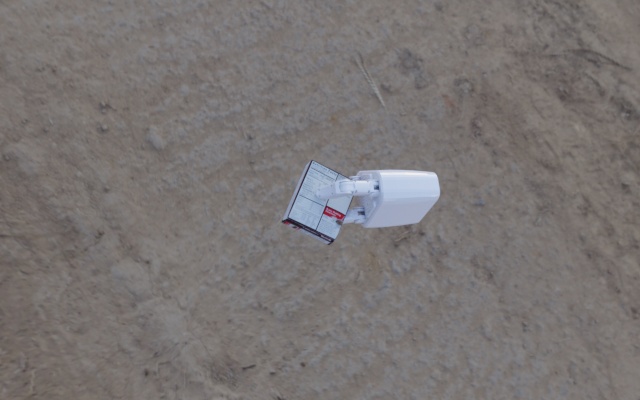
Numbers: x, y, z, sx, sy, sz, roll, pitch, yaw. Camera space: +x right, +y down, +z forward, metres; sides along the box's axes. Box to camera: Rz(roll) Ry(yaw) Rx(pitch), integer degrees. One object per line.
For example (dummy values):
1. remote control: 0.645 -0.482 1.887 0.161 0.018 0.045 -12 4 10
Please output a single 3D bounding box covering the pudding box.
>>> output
1. pudding box: 0.000 0.003 0.776 0.090 0.113 0.039 26 -21 -9
